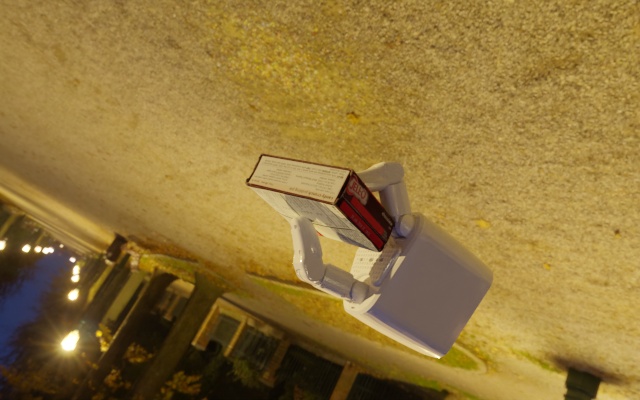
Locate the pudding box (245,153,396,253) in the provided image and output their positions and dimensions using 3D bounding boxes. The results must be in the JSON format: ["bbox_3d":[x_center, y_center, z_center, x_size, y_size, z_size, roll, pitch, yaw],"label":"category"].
[{"bbox_3d":[0.000,0.002,0.435,0.113,0.039,0.090,11,-24,39],"label":"pudding box"}]
